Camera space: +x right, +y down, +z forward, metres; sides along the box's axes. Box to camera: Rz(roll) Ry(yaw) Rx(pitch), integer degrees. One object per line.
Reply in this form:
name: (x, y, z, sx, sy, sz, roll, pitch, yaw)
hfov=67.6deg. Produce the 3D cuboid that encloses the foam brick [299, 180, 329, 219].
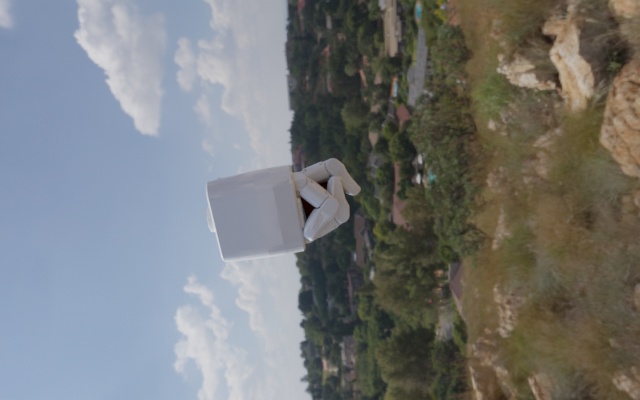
foam brick: (0.000, 0.002, 0.663, 0.051, 0.053, 0.078, -16, 2, -2)
